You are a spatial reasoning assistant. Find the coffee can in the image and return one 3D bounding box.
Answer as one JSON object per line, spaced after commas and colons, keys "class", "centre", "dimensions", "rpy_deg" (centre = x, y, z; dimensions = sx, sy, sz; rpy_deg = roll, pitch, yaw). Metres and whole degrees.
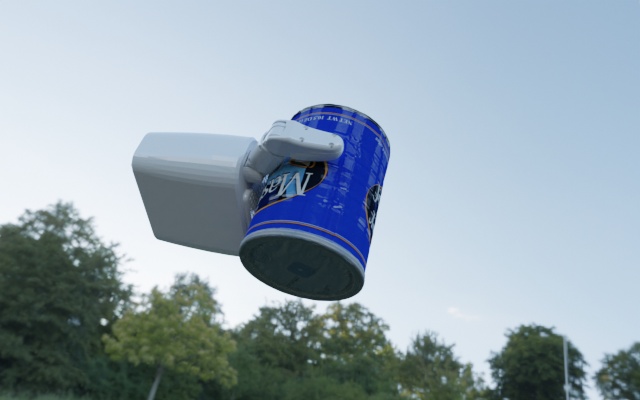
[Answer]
{"class": "coffee can", "centre": [0.000, 0.001, 0.416], "dimensions": [0.103, 0.140, 0.103], "rpy_deg": [11, -35, 8]}
